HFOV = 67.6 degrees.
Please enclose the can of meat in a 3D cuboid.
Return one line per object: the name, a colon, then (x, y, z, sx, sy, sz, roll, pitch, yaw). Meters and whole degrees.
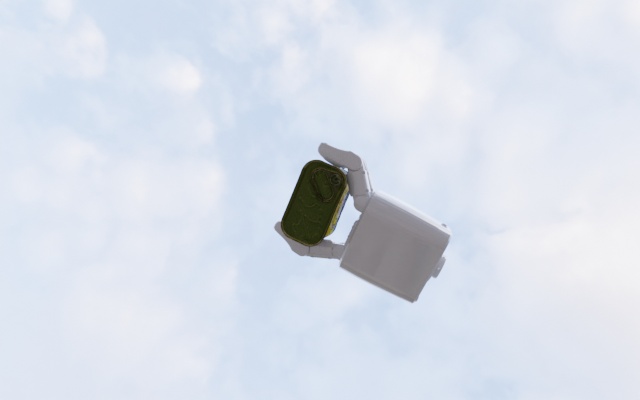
can of meat: (0.000, 0.002, 0.606, 0.057, 0.102, 0.084, 24, 7, 11)
